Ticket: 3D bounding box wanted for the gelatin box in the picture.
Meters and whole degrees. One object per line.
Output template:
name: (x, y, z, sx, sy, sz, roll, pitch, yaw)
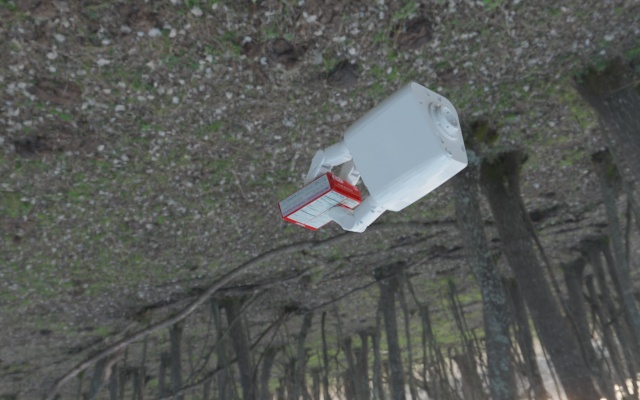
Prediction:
gelatin box: (0.000, 0.003, 0.643, 0.089, 0.030, 0.073, -32, -31, 25)
